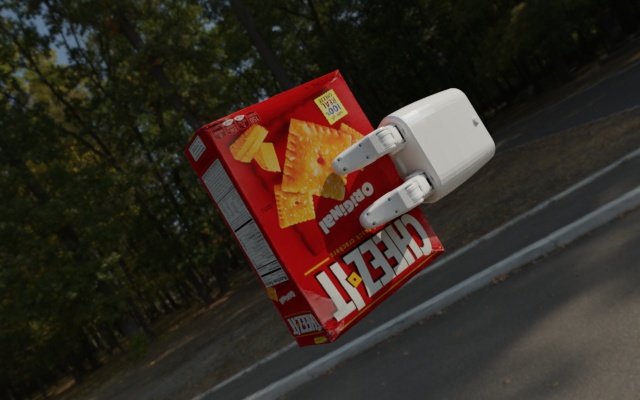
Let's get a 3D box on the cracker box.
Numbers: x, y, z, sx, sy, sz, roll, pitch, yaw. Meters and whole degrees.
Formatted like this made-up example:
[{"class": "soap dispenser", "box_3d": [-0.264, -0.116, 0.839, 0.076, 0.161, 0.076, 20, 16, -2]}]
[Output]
[{"class": "cracker box", "box_3d": [0.000, 0.001, 0.456, 0.164, 0.213, 0.072, -30, -1, -33]}]
